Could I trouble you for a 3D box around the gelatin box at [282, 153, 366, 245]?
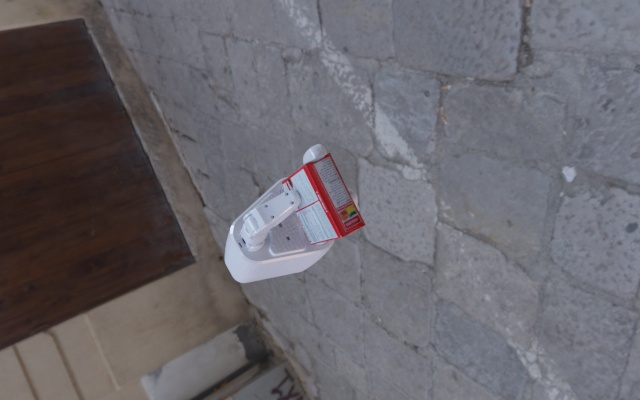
[{"bbox_3d":[0.000,0.002,0.458,0.030,0.073,0.089,-26,0,-21],"label":"gelatin box"}]
